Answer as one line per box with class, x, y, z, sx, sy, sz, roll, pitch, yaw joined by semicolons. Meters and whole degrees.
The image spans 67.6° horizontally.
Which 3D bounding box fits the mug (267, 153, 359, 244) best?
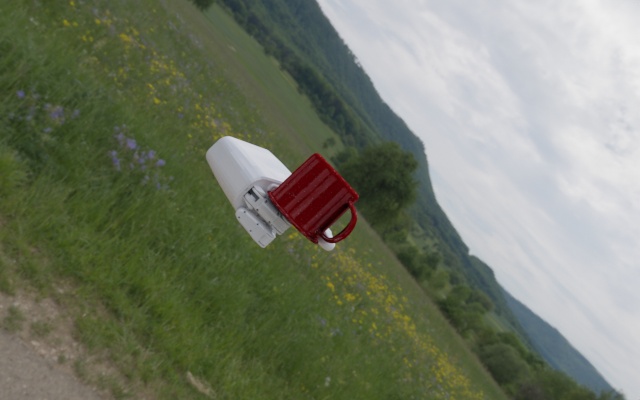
mug;0.001;0.003;0.598;0.117;0.081;0.093;49;4;33
